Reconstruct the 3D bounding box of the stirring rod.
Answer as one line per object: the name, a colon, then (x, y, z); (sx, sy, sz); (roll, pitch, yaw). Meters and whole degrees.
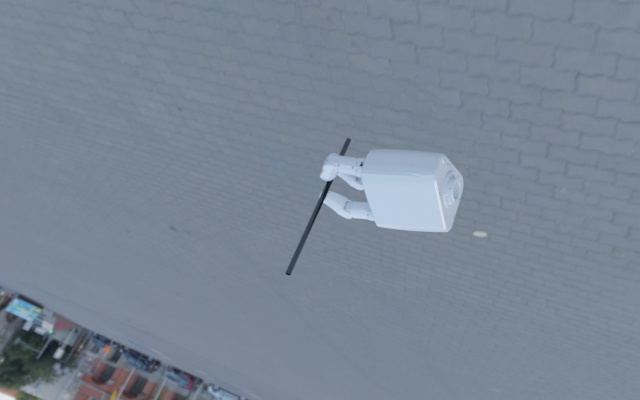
stirring rod: (0.000, 0.002, 0.707); (0.011, 0.239, 0.011); (20, -26, 10)
